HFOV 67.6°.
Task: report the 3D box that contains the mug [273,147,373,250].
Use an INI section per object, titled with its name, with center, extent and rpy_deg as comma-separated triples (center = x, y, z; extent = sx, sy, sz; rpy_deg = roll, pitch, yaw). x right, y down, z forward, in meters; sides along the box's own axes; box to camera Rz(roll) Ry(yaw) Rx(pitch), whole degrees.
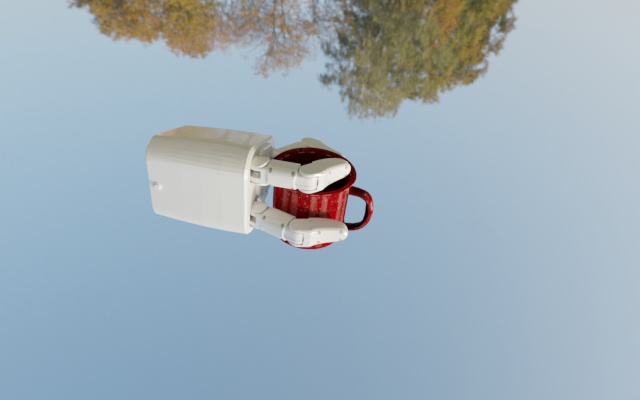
[mug]
center = 0.001, 0.002, 0.526
extent = 0.117, 0.082, 0.093
rpy_deg = 12, 36, 7
